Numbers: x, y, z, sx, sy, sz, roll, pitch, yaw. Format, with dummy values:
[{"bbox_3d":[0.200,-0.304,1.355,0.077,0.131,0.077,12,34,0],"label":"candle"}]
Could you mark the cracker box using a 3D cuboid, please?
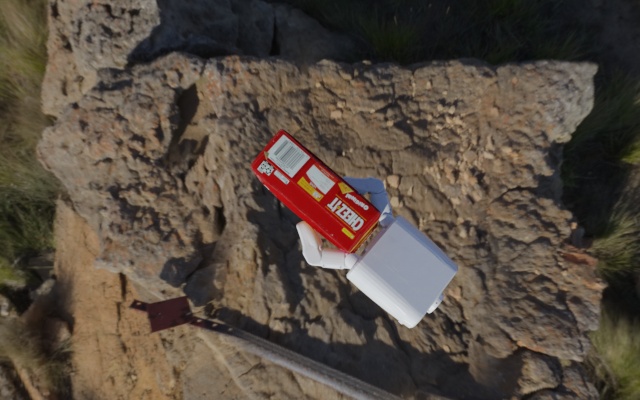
[{"bbox_3d":[0.000,0.002,0.673,0.164,0.072,0.214,40,-3,9],"label":"cracker box"}]
